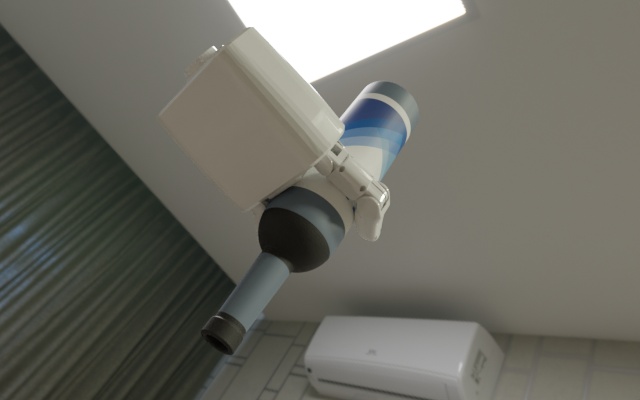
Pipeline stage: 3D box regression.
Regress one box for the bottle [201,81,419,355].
[{"bbox_3d":[0.000,0.001,0.411,0.069,0.069,0.295,0,41,40],"label":"bottle"}]
